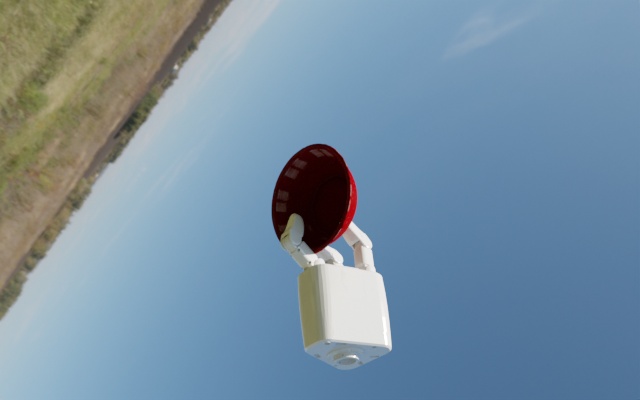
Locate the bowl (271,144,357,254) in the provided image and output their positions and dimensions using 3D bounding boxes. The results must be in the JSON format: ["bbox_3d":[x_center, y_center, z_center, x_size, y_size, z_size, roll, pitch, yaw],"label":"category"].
[{"bbox_3d":[0.000,0.001,0.693,0.055,0.162,0.162,13,-9,-44],"label":"bowl"}]
